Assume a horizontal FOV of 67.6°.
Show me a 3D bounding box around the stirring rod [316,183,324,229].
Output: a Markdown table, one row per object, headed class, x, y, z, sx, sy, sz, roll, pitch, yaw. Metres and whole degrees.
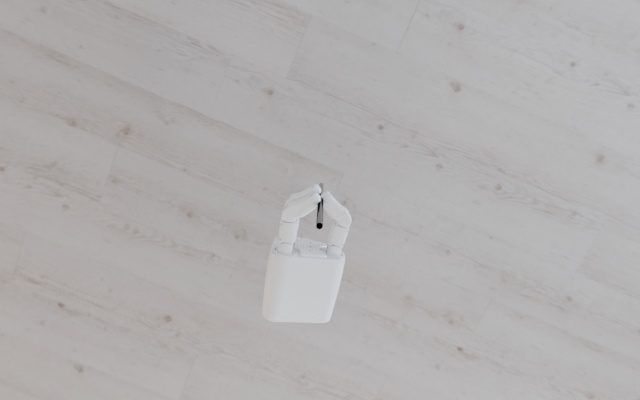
| class | x | y | z | sx | sy | sz | roll | pitch | yaw |
| --- | --- | --- | --- | --- | --- | --- | --- | --- | --- |
| stirring rod | 0.000 | 0.002 | 0.676 | 0.011 | 0.011 | 0.239 | 0 | 13 | 1 |
